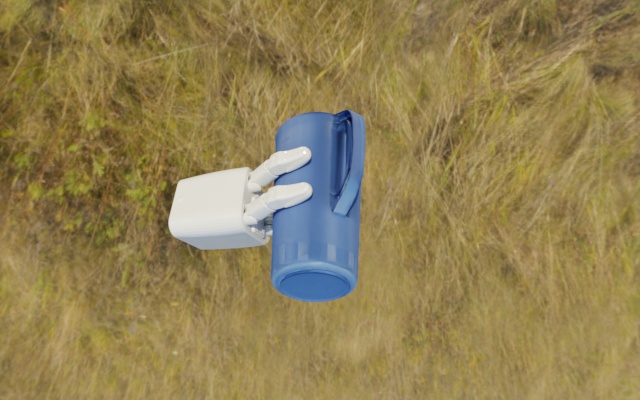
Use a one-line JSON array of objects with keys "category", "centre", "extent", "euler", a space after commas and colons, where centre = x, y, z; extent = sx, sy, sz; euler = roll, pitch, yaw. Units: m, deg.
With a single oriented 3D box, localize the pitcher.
[{"category": "pitcher", "centre": [0.000, 0.002, 0.645], "extent": [0.145, 0.242, 0.149], "euler": [-7, -36, 11]}]
